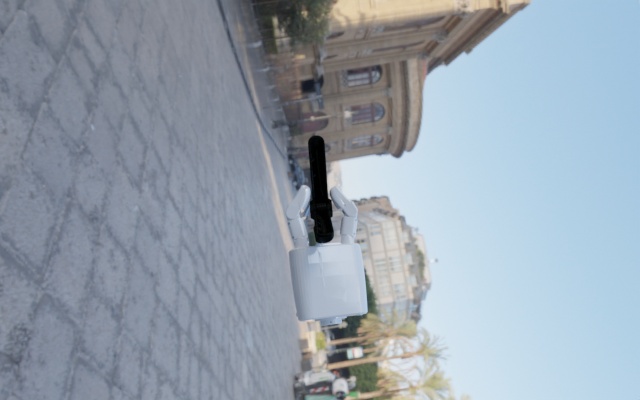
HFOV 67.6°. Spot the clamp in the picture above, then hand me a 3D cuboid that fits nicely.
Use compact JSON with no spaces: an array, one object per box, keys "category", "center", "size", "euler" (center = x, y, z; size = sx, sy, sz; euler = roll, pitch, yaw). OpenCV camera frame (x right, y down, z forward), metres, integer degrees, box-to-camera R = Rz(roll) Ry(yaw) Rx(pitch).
[{"category":"clamp","center":[0.001,0.003,0.767],"size":[0.036,0.164,0.210],"euler":[-4,-15,-1]}]
